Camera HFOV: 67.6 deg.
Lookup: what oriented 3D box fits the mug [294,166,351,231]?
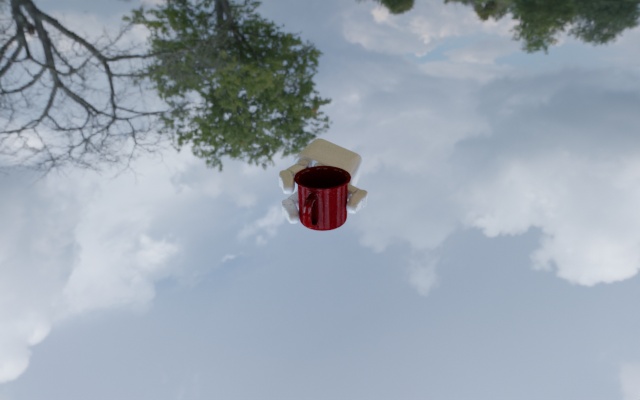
[{"bbox_3d":[0.000,0.003,0.781,0.093,0.081,0.117,8,29,17],"label":"mug"}]
